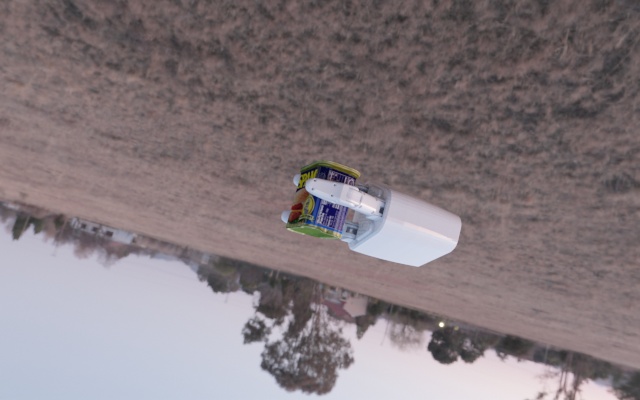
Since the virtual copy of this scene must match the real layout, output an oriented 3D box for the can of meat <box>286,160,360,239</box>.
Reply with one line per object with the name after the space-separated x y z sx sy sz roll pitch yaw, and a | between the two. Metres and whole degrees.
0.000 0.002 0.603 0.057 0.084 0.102 18 -10 -18 | can of meat
